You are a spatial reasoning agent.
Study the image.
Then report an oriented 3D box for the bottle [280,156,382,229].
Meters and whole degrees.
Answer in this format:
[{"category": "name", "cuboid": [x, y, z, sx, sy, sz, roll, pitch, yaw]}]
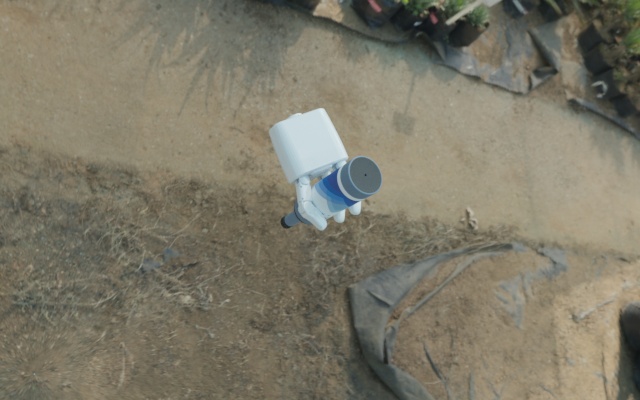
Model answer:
[{"category": "bottle", "cuboid": [0.000, 0.003, 0.883, 0.069, 0.069, 0.296, 0, -17, -31]}]
